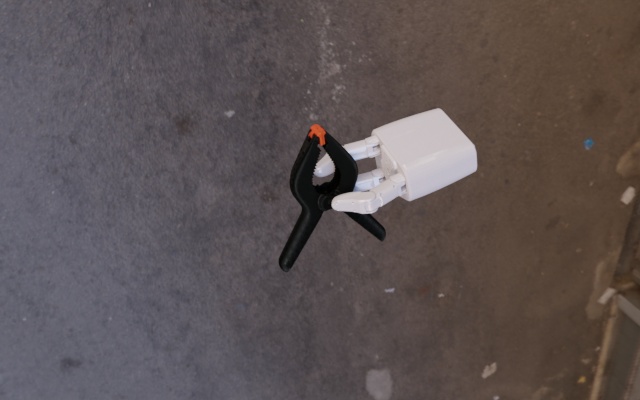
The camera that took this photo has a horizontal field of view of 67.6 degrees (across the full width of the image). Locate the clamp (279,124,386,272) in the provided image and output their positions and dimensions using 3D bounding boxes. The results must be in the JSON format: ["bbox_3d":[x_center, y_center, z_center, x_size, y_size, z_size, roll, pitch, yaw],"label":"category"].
[{"bbox_3d":[0.000,0.002,0.646,0.164,0.210,0.036,-23,35,-10],"label":"clamp"}]
